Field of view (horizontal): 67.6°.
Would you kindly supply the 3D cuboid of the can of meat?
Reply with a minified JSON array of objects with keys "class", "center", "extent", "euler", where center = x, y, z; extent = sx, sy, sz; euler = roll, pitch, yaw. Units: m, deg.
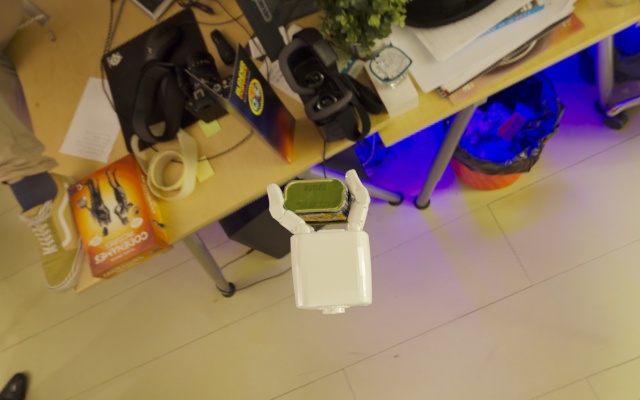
[{"class":"can of meat","center":[0.000,0.002,0.753],"extent":[0.102,0.057,0.084],"euler":[-3,-15,15]}]
